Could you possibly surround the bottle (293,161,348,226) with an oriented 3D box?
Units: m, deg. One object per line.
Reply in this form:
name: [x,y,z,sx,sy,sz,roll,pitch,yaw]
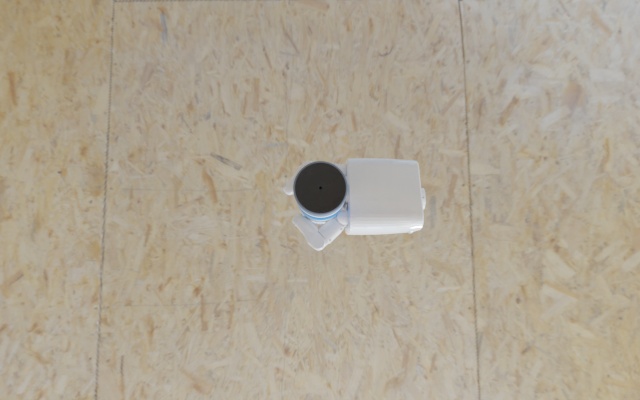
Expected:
bottle: [0.000,0.002,0.721,0.069,0.069,0.296,0,-7,0]
